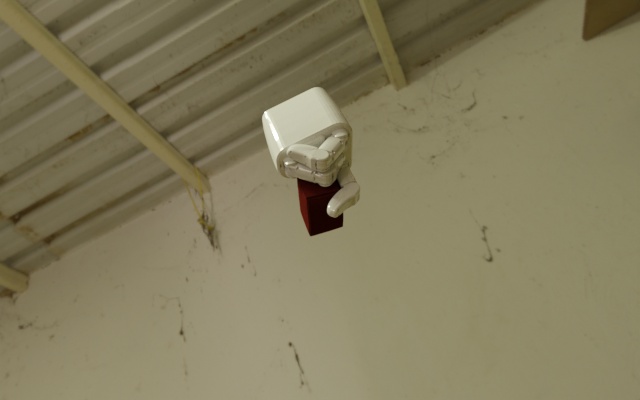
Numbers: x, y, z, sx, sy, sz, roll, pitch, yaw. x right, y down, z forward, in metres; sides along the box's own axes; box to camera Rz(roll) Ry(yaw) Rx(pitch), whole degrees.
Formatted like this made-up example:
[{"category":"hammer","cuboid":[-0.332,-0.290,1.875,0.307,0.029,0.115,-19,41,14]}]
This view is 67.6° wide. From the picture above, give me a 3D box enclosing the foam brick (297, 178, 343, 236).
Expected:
[{"category":"foam brick","cuboid":[0.000,0.003,0.681,0.053,0.078,0.051,-14,47,-11]}]
